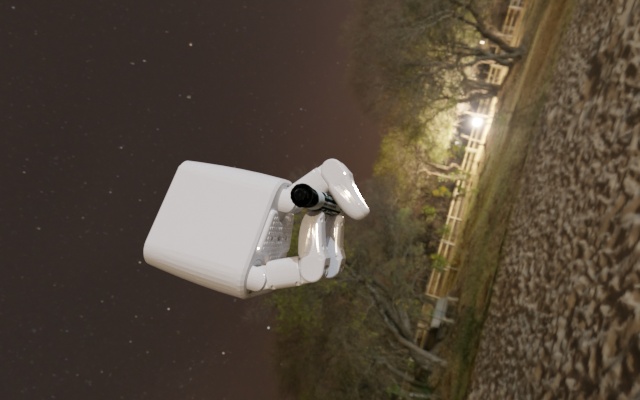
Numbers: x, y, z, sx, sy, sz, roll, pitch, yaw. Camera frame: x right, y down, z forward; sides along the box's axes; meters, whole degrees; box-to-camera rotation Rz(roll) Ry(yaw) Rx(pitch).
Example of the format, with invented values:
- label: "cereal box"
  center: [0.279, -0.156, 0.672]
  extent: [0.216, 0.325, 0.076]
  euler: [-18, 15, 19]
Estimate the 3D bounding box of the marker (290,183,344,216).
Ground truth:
- label: "marker"
  center: [0.000, 0.001, 0.417]
  extent: [0.020, 0.020, 0.121]
  euler: [0, -5, 16]
